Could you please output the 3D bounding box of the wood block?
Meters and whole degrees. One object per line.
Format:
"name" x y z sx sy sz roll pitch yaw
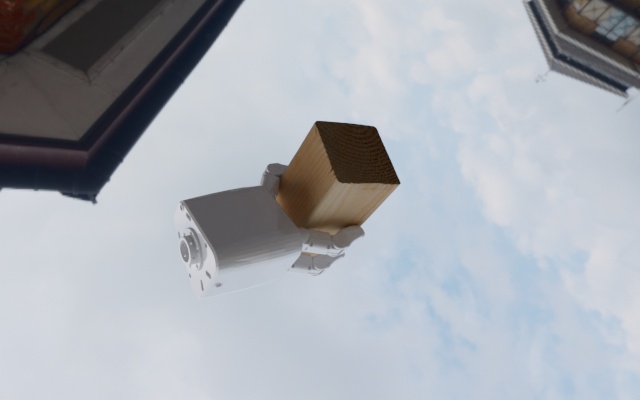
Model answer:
"wood block" 0.000 0.002 0.616 0.090 0.090 0.206 0 -33 -31
